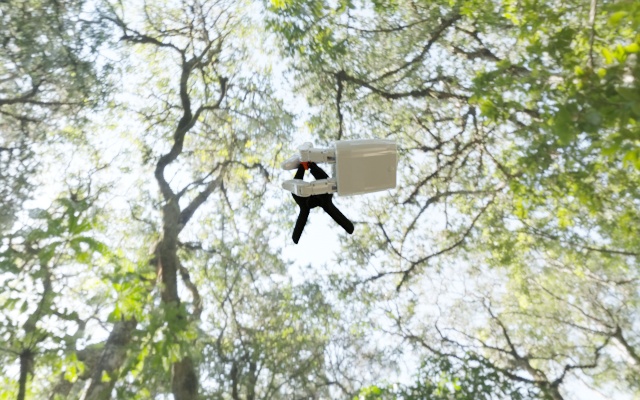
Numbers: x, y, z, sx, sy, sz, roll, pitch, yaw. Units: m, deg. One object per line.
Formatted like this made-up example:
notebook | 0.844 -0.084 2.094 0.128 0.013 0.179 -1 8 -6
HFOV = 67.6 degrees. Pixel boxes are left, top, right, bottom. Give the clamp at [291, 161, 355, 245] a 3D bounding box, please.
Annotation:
clamp | 0.000 0.003 0.883 0.120 0.171 0.039 -6 26 -3
